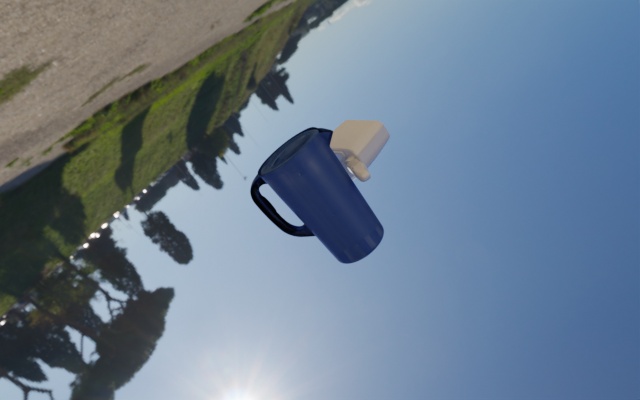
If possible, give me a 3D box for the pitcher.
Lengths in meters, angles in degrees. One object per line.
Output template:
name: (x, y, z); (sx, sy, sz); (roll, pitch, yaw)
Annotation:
pitcher: (0.000, 0.003, 0.869); (0.149, 0.243, 0.145); (-12, 32, 51)
